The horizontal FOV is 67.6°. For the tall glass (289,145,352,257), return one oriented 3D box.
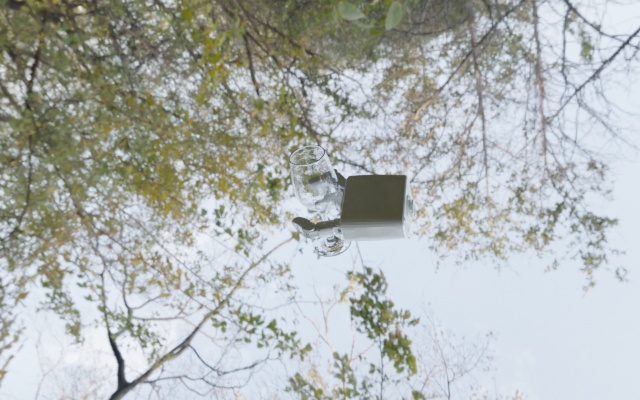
[{"bbox_3d":[0.000,0.003,0.842,0.079,0.201,0.079,-11,36,8],"label":"tall glass"}]
